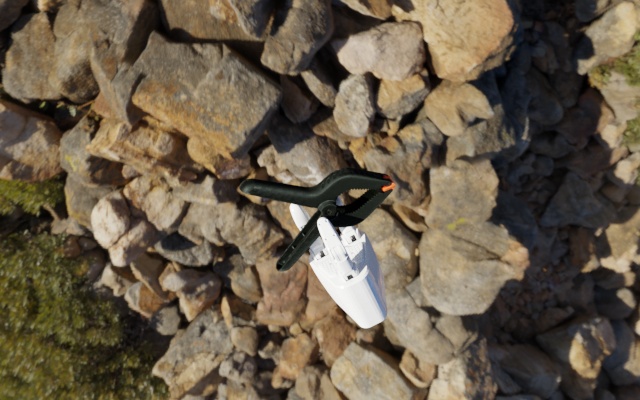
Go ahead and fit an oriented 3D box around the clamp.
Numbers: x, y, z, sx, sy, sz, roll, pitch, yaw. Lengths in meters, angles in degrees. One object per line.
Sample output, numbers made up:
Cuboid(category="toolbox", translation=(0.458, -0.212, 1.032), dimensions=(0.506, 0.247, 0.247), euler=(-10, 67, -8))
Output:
Cuboid(category="clamp", translation=(0.001, 0.003, 0.669), dimensions=(0.210, 0.165, 0.036), euler=(-26, 36, 2))
